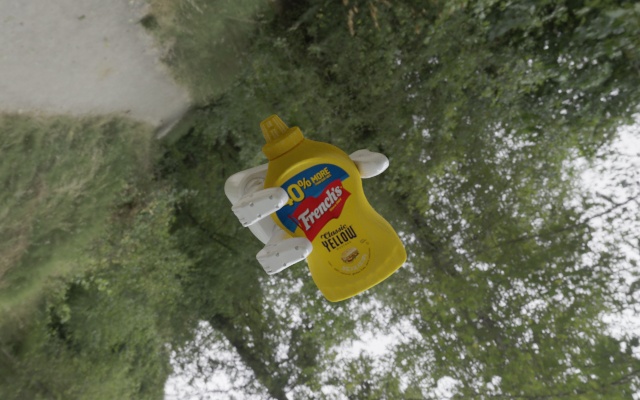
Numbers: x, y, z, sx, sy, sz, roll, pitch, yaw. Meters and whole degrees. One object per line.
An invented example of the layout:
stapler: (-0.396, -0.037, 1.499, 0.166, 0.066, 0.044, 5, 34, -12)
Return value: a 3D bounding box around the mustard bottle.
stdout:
mustard bottle: (0.000, 0.002, 0.471, 0.096, 0.192, 0.058, -30, 15, 9)
